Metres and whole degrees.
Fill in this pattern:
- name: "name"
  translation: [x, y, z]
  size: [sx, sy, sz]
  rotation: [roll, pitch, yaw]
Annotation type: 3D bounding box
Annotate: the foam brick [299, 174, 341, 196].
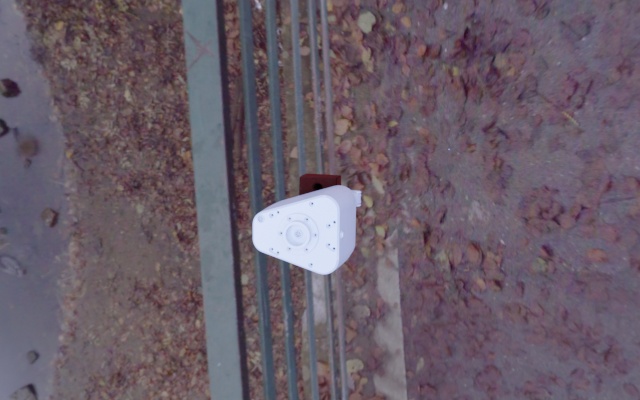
- name: "foam brick"
  translation: [0.000, 0.002, 0.673]
  size: [0.053, 0.078, 0.051]
  rotation: [2, 6, 10]
